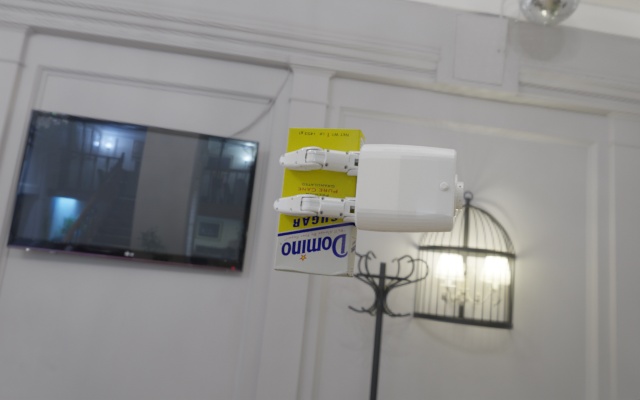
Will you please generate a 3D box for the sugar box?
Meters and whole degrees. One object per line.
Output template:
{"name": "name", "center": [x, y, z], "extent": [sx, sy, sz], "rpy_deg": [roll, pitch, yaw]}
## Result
{"name": "sugar box", "center": [0.000, 0.002, 0.583], "extent": [0.093, 0.176, 0.048], "rpy_deg": [3, -10, 14]}
